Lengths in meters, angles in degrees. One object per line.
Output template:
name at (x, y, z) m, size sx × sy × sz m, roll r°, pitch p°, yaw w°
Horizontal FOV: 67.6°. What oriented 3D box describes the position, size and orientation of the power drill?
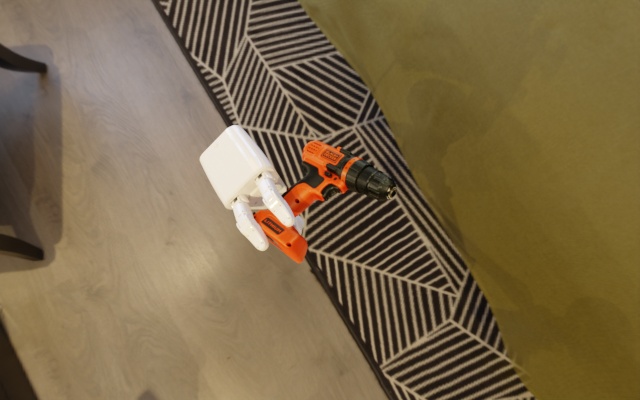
power drill at (0.000, 0.003, 0.731) m, size 0.184 × 0.187 × 0.057 m, roll 30°, pitch -20°, yaw 40°
